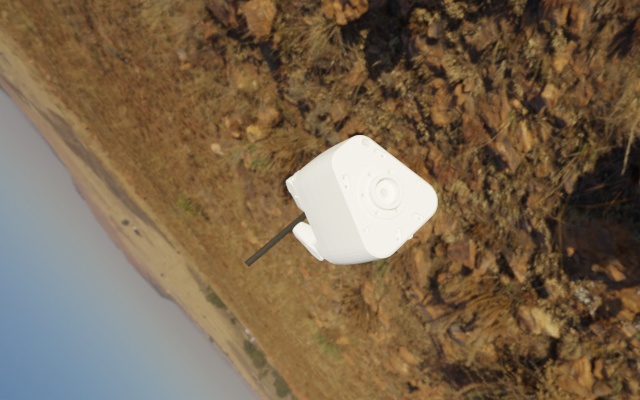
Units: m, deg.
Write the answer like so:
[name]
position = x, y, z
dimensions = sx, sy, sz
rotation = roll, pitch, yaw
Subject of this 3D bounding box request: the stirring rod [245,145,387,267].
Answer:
[stirring rod]
position = 0.000, 0.002, 0.600
dimensions = 0.239, 0.011, 0.011
rotation = -40, 16, -20
